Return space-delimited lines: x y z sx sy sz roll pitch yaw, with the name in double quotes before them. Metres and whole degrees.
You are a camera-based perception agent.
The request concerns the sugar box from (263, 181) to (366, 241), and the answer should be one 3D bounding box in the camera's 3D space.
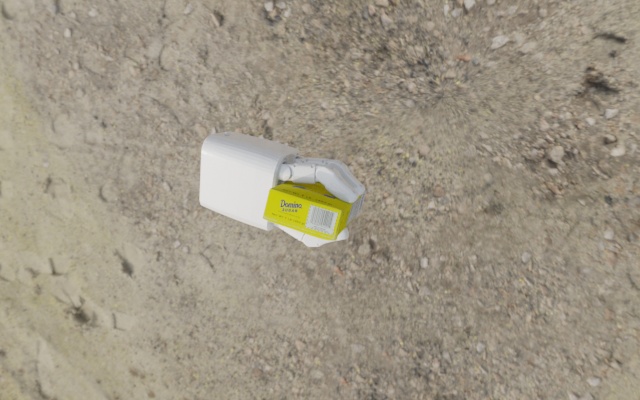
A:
"sugar box" 0.000 0.002 0.634 0.093 0.048 0.176 18 16 10
